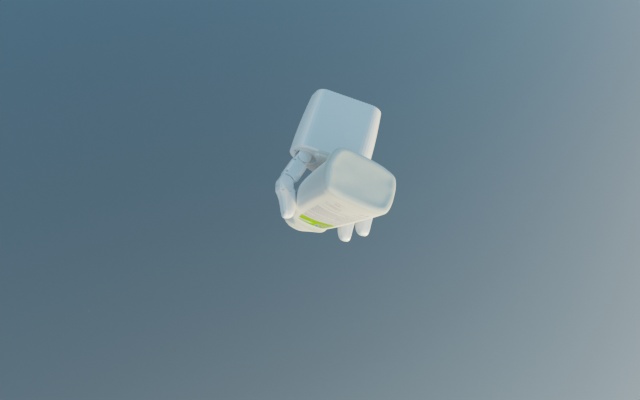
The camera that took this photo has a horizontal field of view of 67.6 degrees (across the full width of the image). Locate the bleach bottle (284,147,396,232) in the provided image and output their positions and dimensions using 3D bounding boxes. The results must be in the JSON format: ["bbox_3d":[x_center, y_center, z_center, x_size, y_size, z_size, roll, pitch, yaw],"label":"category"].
[{"bbox_3d":[0.000,0.002,0.692,0.102,0.068,0.251,25,-21,-19],"label":"bleach bottle"}]
